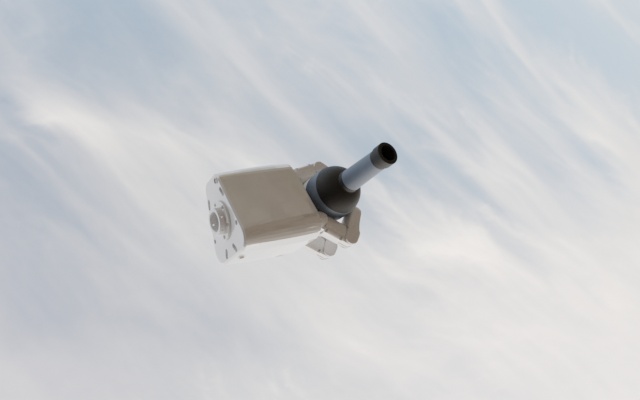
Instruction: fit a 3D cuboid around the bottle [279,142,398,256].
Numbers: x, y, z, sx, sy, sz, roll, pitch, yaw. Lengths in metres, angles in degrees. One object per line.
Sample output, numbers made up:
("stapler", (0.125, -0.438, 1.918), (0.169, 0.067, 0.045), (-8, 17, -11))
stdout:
("bottle", (0.000, 0.002, 0.642), (0.069, 0.069, 0.296), (0, -22, -33))
